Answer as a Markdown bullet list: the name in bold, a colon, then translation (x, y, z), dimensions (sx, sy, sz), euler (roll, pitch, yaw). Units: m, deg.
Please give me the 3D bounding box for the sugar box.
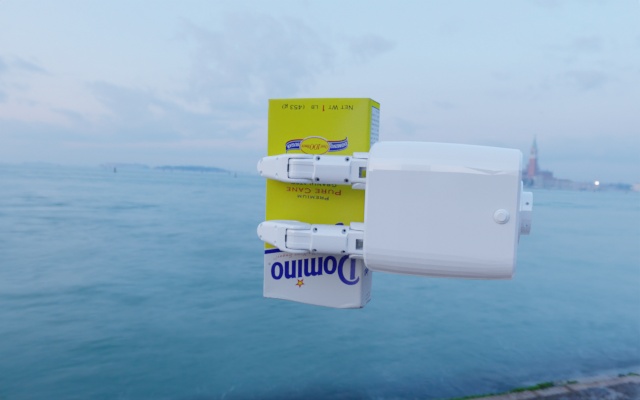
- **sugar box**: translation (0.000, 0.001, 0.418), dimensions (0.093, 0.176, 0.048), euler (3, 3, 19)
